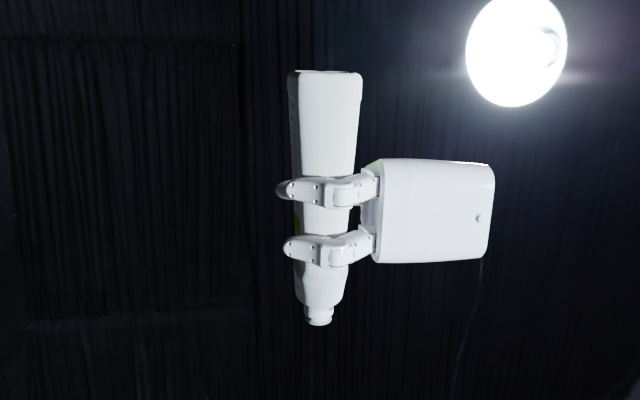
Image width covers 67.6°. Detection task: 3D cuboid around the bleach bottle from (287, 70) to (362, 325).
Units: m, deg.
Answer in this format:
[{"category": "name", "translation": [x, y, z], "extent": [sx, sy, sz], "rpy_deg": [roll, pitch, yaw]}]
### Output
[{"category": "bleach bottle", "translation": [0.000, 0.002, 0.476], "extent": [0.068, 0.251, 0.102], "rpy_deg": [0, 16, -5]}]
